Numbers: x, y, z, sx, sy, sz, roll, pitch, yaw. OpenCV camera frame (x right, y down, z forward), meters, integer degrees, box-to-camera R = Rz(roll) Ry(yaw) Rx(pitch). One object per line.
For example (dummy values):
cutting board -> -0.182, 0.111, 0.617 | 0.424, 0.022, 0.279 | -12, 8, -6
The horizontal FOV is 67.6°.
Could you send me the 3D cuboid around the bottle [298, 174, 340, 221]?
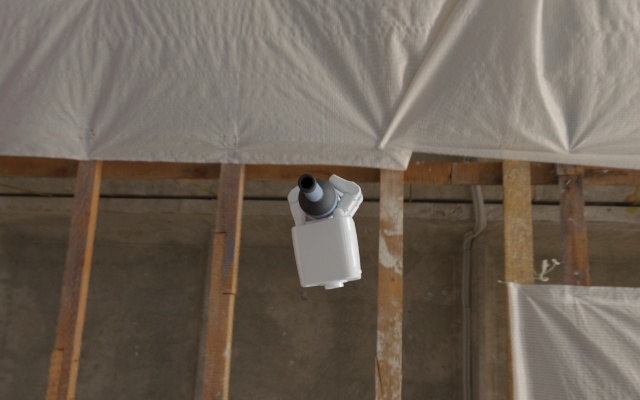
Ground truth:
bottle -> 0.000, 0.003, 0.848 | 0.069, 0.069, 0.296 | 0, -11, 8
